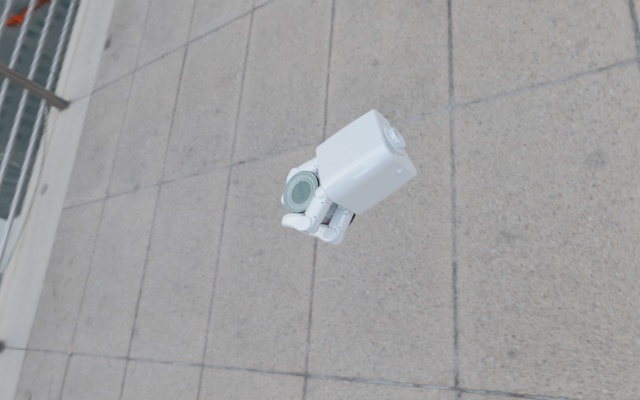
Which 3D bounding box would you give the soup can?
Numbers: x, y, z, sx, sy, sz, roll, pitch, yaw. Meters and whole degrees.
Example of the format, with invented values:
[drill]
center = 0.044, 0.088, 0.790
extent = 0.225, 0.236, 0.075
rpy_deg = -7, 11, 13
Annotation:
[soup can]
center = 0.000, 0.002, 0.726
extent = 0.068, 0.068, 0.102
rpy_deg = 0, -18, 38
